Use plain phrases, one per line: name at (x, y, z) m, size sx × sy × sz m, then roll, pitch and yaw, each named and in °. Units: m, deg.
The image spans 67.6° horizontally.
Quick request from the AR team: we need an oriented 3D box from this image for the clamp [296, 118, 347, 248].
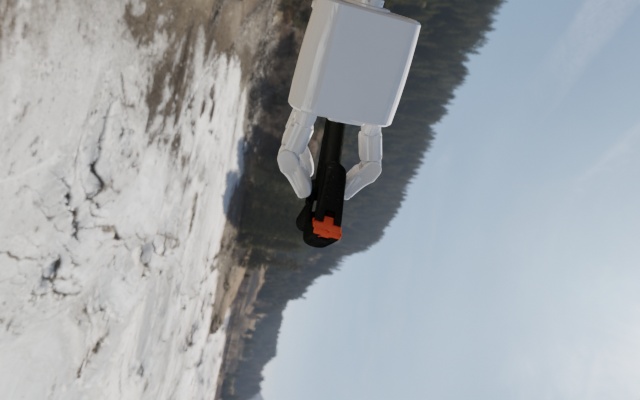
clamp at (0.001, 0.002, 0.545) m, size 0.036 × 0.165 × 0.210 m, roll 14°, pitch 25°, yaw -7°
